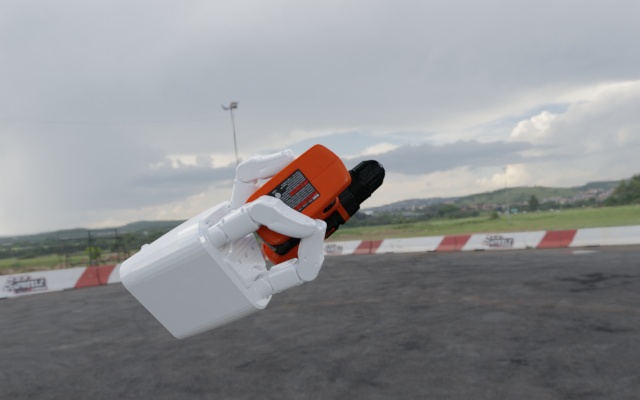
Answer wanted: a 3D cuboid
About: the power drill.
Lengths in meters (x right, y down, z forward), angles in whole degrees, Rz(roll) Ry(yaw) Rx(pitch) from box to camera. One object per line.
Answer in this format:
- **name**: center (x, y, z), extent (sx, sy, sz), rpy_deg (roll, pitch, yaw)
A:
- **power drill**: center (0.000, 0.002, 0.535), extent (0.184, 0.057, 0.188), rpy_deg (-42, -14, -3)
